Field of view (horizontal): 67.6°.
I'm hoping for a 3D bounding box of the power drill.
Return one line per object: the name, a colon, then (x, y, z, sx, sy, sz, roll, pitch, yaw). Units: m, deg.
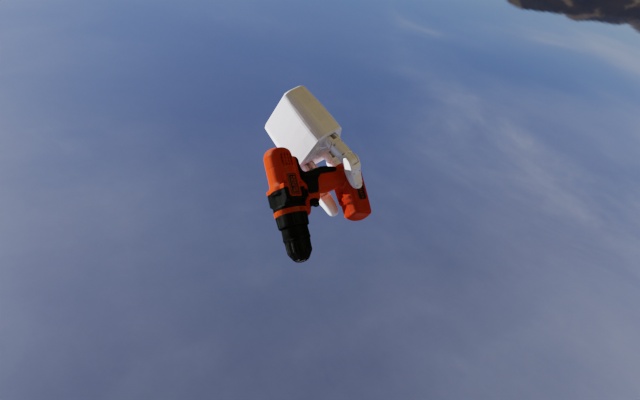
power drill: (0.000, 0.002, 0.788, 0.187, 0.184, 0.057, -3, -14, -45)
